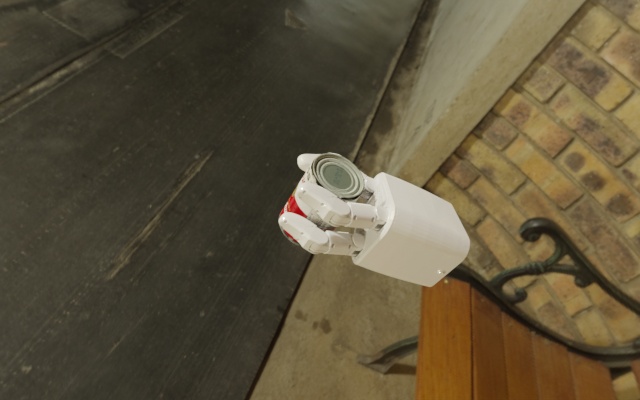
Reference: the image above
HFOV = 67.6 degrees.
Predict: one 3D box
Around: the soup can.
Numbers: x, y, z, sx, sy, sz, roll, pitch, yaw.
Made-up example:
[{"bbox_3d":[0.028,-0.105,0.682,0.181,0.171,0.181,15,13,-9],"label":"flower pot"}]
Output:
[{"bbox_3d":[0.000,0.001,0.566,0.068,0.068,0.102,0,-37,-31],"label":"soup can"}]
